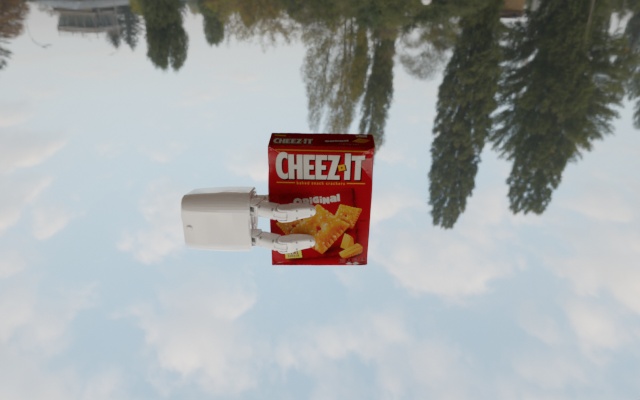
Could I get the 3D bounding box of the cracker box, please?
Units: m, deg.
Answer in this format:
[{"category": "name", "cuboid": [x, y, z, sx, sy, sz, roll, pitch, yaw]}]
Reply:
[{"category": "cracker box", "cuboid": [0.000, 0.003, 0.776, 0.164, 0.214, 0.072, 1, 26, 0]}]
